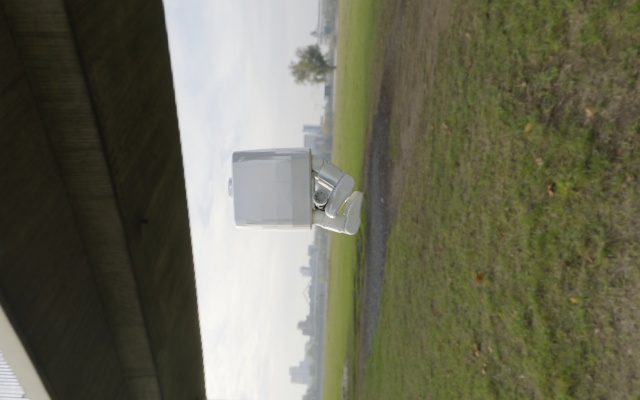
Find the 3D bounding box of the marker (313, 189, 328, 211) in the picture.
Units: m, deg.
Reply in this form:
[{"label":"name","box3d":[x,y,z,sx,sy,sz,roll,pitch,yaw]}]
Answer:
[{"label":"marker","box3d":[0.000,0.002,0.640,0.020,0.020,0.121,0,-6,0]}]
